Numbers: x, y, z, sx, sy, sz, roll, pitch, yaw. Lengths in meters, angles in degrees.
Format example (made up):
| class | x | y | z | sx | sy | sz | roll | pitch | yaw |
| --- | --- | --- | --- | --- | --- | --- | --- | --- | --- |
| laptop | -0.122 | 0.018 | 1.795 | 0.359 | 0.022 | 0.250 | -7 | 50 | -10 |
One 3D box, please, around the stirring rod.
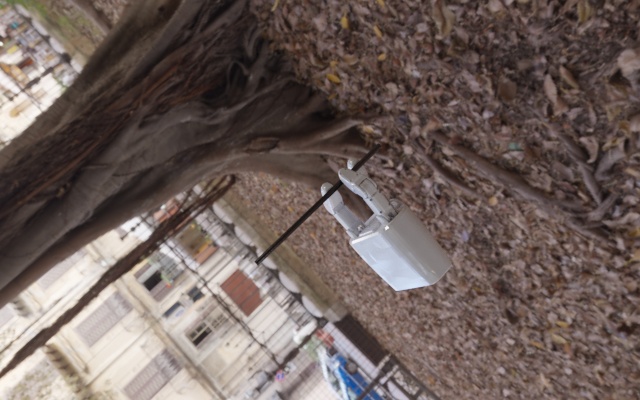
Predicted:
| class | x | y | z | sx | sy | sz | roll | pitch | yaw |
| --- | --- | --- | --- | --- | --- | --- | --- | --- | --- |
| stirring rod | 0.000 | 0.002 | 0.654 | 0.239 | 0.011 | 0.011 | -44 | 13 | -13 |
